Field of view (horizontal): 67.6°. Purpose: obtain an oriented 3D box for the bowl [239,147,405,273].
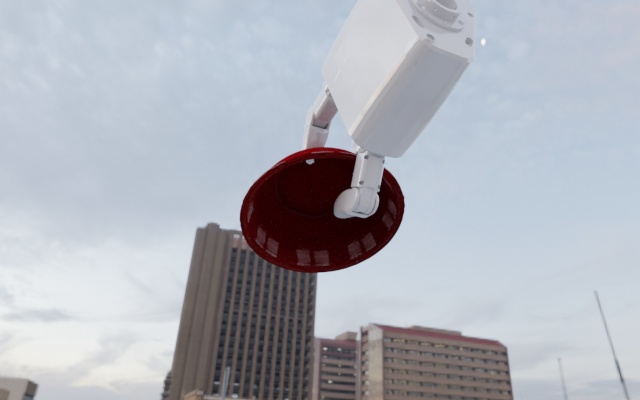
[{"bbox_3d":[-0.001,0.002,0.486,0.162,0.162,0.055,0,41,-8],"label":"bowl"}]
